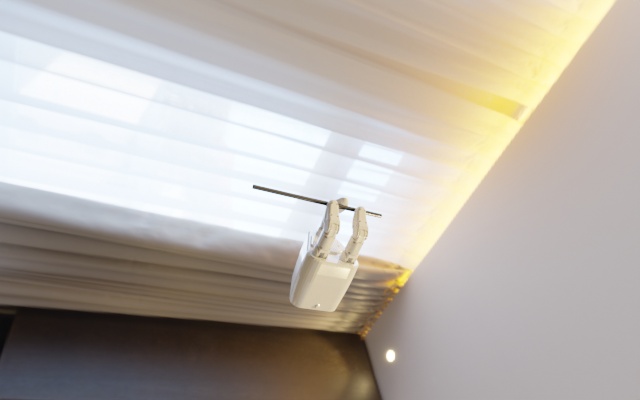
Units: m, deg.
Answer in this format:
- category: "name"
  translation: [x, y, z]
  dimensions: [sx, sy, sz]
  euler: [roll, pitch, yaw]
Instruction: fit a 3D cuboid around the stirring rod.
- category: "stirring rod"
  translation: [0.000, 0.003, 0.809]
  dimensions: [0.239, 0.011, 0.011]
  euler: [13, -5, -23]
